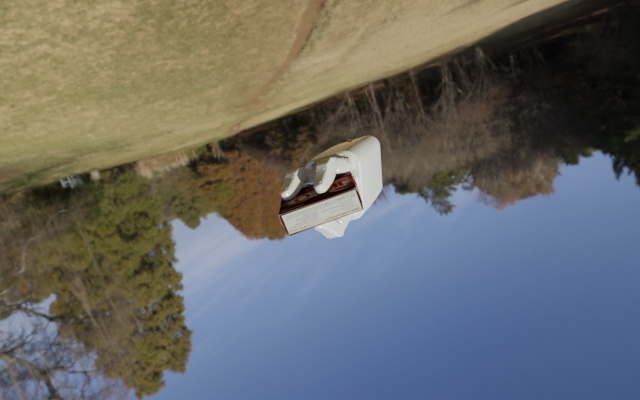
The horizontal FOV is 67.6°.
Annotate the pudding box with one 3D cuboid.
[{"bbox_3d":[0.000,0.002,0.673,0.113,0.039,0.090,-22,16,5],"label":"pudding box"}]
